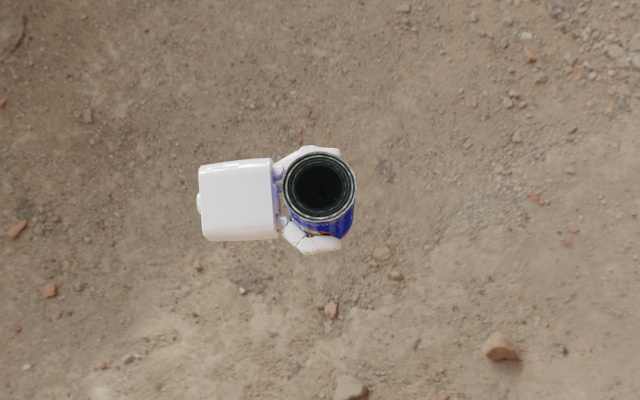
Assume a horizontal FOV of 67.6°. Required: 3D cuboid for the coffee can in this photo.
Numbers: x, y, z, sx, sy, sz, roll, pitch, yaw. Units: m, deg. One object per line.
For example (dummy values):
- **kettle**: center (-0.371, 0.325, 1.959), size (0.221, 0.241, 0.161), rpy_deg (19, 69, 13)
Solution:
- **coffee can**: center (0.000, 0.002, 0.703), size (0.103, 0.102, 0.140), rpy_deg (0, -18, 2)
